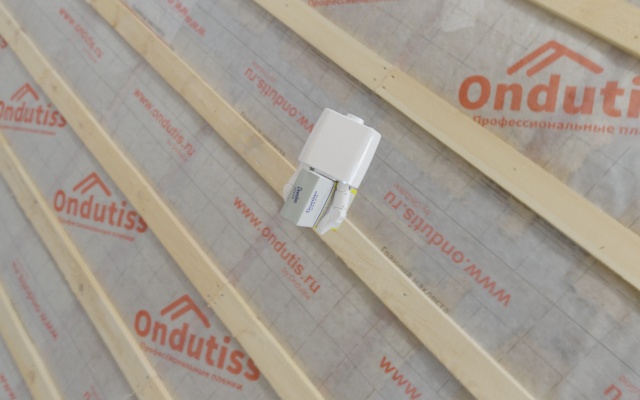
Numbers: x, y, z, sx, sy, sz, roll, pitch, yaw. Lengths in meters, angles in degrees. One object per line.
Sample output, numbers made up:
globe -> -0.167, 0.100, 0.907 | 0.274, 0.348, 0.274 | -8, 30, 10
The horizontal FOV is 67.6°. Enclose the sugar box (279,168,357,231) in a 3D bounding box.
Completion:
sugar box -> 0.000, 0.002, 0.869 | 0.048, 0.093, 0.176 | 29, 5, 27
